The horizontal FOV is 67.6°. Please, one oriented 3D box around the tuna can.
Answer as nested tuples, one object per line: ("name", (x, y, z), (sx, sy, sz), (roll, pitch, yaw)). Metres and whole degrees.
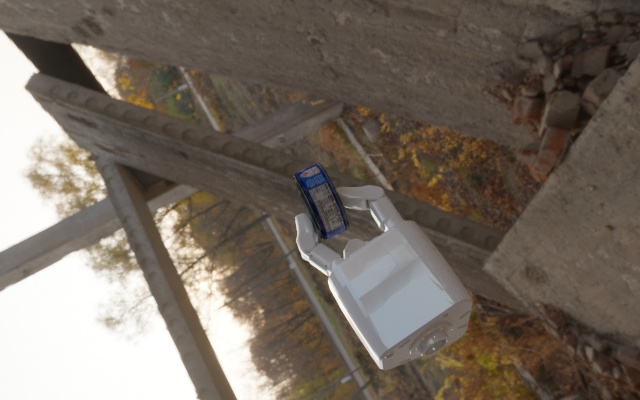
("tuna can", (0.000, 0.002, 0.553), (0.034, 0.086, 0.086), (-25, 3, -6))
